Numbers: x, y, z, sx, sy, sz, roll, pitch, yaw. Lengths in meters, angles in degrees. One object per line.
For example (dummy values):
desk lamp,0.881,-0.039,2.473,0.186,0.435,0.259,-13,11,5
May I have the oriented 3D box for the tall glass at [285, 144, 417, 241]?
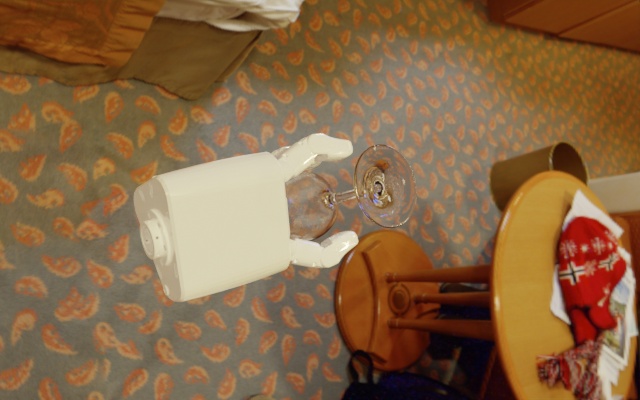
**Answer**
tall glass,0.001,0.002,0.496,0.079,0.079,0.201,0,-8,-36
